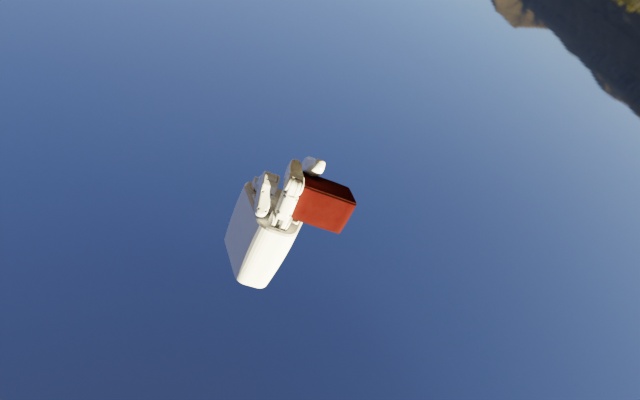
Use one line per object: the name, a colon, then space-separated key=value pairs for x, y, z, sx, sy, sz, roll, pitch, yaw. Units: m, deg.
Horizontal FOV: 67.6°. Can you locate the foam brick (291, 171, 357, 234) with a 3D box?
foam brick: x=0.000 y=0.002 z=0.652 sx=0.078 sy=0.051 sz=0.053 roll=19 pitch=23 yaw=-16
